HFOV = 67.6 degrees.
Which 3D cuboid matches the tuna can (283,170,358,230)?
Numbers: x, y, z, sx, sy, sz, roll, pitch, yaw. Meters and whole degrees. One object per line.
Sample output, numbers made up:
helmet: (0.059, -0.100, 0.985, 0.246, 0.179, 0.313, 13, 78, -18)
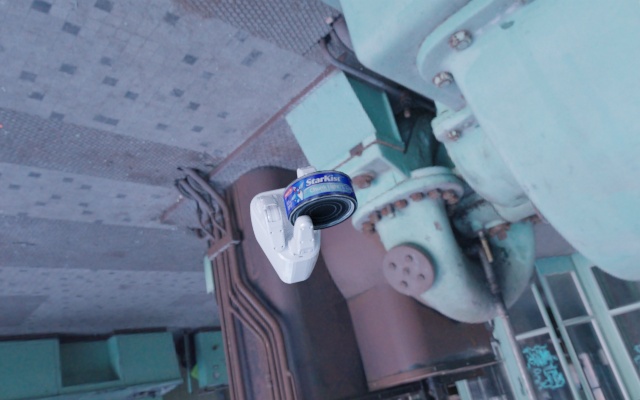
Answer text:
tuna can: (0.000, 0.002, 0.564, 0.086, 0.033, 0.086, -11, -29, -6)
